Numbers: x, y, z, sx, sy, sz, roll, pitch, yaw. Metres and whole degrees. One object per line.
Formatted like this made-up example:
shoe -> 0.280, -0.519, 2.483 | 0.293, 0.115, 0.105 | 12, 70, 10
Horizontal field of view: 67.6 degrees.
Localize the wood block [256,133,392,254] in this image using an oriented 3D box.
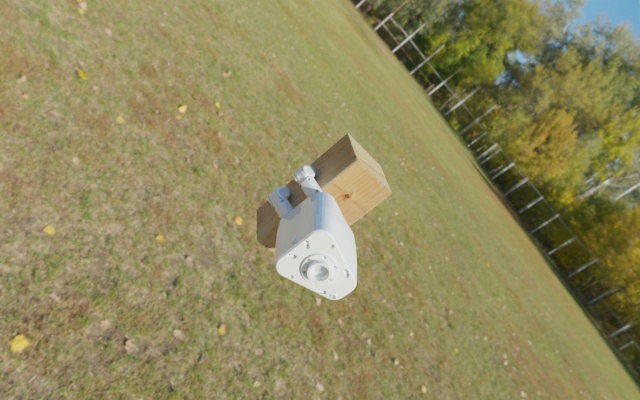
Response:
wood block -> 0.000, 0.003, 0.774 | 0.091, 0.206, 0.090 | 41, 21, -30
